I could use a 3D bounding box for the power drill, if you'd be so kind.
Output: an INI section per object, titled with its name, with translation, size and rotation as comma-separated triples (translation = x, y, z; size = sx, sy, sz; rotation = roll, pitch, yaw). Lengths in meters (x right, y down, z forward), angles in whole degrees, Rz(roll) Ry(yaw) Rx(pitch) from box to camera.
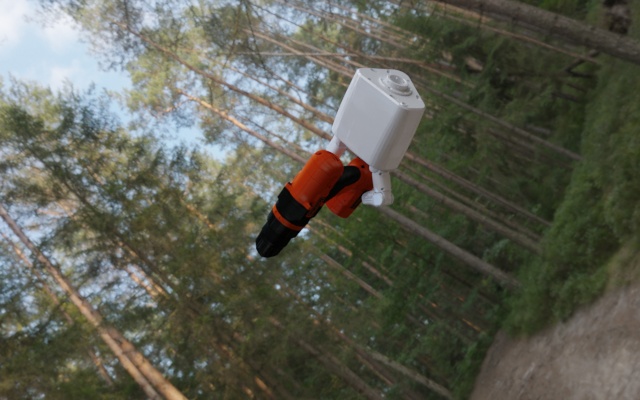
[power drill]
translation = 0.000, 0.002, 0.708
size = 0.057, 0.184, 0.187
rotation = 46, 26, 15
